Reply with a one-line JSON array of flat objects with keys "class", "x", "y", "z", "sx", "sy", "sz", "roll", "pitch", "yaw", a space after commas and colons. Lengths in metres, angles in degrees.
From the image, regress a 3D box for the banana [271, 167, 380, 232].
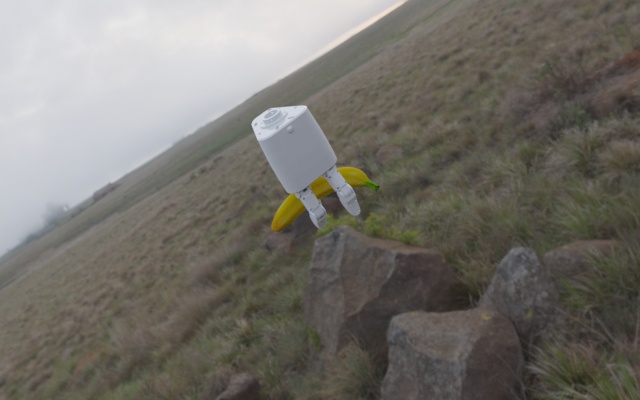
[{"class": "banana", "x": -0.002, "y": -0.011, "z": 0.830, "sx": 0.198, "sy": 0.069, "sz": 0.037, "roll": -24, "pitch": -43, "yaw": 4}]
